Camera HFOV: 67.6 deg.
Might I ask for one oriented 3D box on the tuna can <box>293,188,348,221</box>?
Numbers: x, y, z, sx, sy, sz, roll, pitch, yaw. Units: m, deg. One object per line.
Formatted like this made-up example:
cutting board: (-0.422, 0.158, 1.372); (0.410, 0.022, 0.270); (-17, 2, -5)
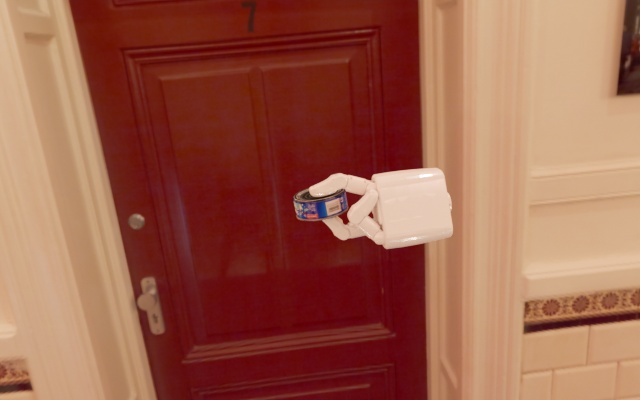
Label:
tuna can: (0.000, 0.002, 0.767); (0.086, 0.034, 0.086); (-10, 17, 3)
